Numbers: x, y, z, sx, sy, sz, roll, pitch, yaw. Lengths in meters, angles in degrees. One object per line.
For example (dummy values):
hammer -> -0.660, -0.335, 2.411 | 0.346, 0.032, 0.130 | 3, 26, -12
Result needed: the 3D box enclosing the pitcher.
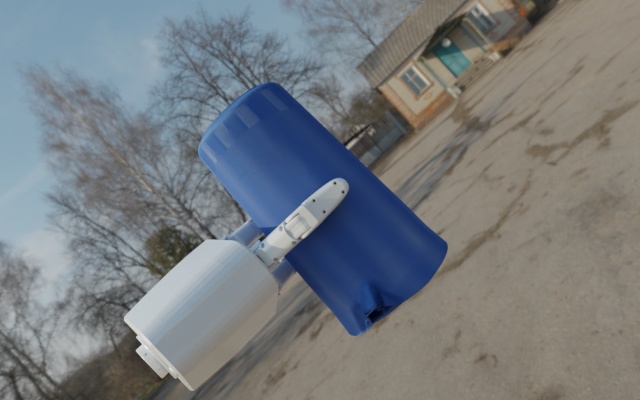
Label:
pitcher -> 0.000, 0.002, 0.486 | 0.145, 0.243, 0.149 | -44, 1, -24
